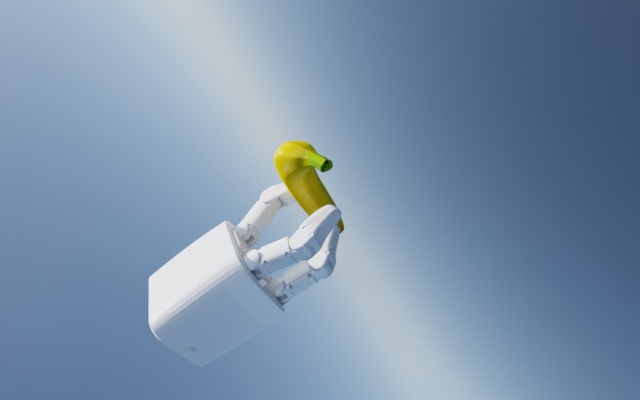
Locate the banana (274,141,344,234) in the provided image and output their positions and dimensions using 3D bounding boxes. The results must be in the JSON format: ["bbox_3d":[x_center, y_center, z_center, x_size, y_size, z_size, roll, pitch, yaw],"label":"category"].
[{"bbox_3d":[-0.011,-0.013,0.483,0.037,0.069,0.198,-37,-19,-6],"label":"banana"}]
